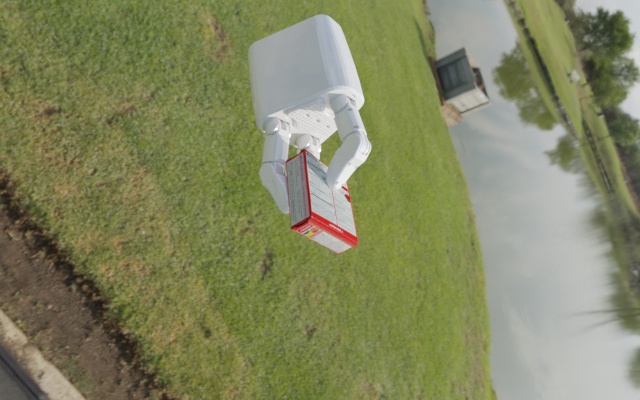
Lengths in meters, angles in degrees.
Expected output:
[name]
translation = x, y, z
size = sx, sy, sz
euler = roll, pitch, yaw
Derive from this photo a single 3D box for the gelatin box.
[gelatin box]
translation = 0.000, 0.002, 0.487
size = 0.030, 0.089, 0.073
euler = -31, -43, 28
